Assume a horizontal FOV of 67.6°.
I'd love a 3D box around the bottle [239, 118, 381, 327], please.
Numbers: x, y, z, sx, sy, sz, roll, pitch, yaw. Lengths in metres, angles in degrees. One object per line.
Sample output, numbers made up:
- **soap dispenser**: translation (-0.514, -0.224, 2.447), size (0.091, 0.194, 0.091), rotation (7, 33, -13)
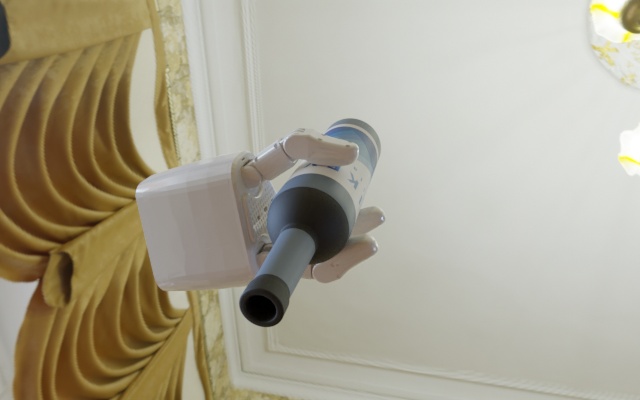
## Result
- **bottle**: translation (0.000, 0.001, 0.402), size (0.069, 0.069, 0.295), rotation (0, 24, 15)
